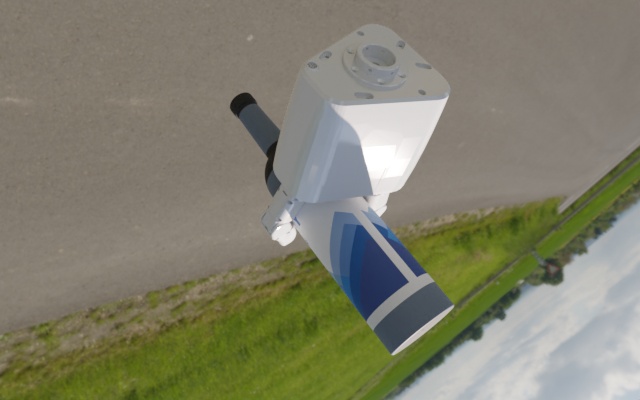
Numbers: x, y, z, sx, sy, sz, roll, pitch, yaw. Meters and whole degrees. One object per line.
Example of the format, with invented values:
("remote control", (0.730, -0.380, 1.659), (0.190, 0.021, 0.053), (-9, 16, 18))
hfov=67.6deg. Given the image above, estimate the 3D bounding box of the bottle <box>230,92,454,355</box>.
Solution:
("bottle", (0.000, 0.002, 0.450), (0.069, 0.295, 0.069), (-32, -24, -16))
